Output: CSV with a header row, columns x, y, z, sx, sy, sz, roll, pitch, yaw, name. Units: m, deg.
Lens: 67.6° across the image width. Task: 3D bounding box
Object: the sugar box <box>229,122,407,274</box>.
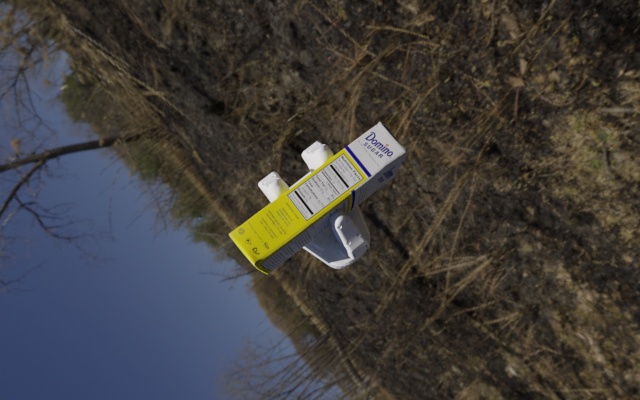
x,y,z,sx,sy,sz,roll,pitch,yaw,name
0.000,0.001,0.474,0.176,0.048,0.093,-39,-10,-7,sugar box
